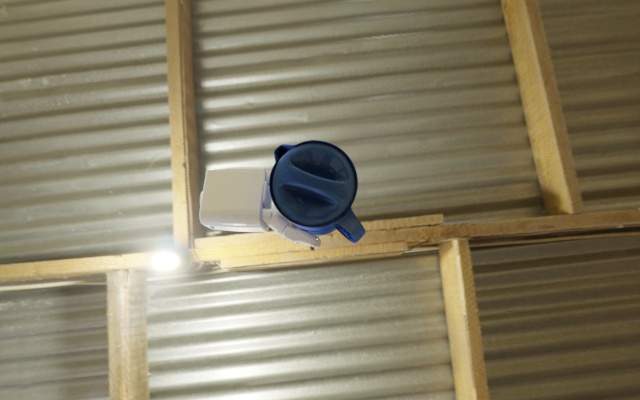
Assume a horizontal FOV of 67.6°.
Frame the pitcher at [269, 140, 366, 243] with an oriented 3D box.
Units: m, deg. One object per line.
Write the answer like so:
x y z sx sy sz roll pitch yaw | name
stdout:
0.000 0.003 0.819 0.145 0.149 0.243 0 -10 2 | pitcher
